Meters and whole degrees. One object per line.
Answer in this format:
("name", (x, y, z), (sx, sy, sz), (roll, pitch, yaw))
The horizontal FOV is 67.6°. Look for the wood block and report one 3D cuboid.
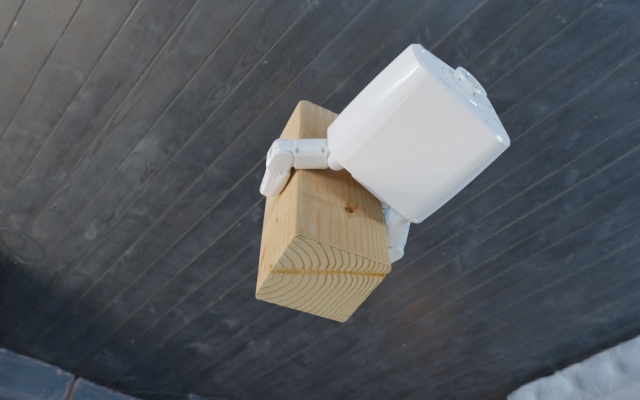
("wood block", (0.000, 0.001, 0.479), (0.091, 0.090, 0.206), (20, 38, -17))
